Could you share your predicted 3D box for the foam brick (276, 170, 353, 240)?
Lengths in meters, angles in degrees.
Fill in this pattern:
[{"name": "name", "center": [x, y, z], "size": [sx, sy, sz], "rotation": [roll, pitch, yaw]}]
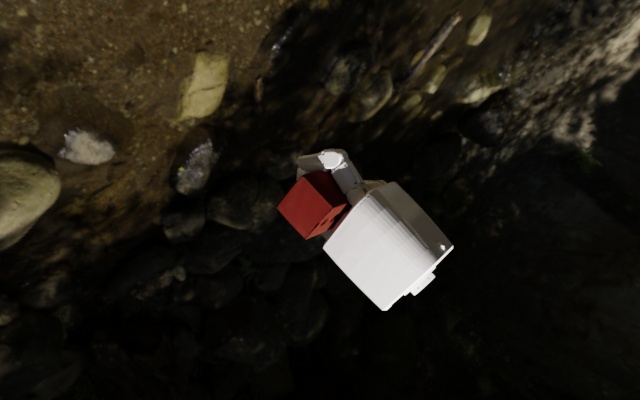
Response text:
[{"name": "foam brick", "center": [0.000, 0.002, 0.540], "size": [0.053, 0.051, 0.078], "rotation": [-48, -15, 27]}]
